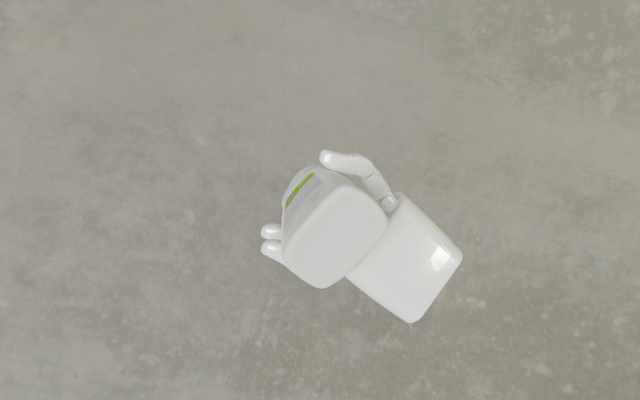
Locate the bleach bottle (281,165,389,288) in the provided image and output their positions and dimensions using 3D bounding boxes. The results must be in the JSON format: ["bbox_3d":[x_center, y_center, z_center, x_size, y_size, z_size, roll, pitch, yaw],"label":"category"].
[{"bbox_3d":[0.000,0.002,0.543,0.068,0.102,0.250,41,8,-15],"label":"bleach bottle"}]
